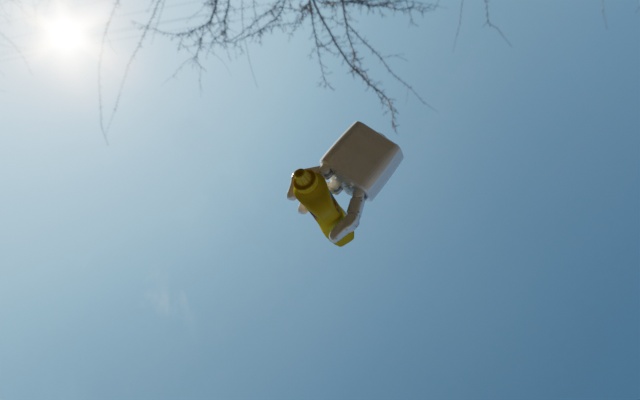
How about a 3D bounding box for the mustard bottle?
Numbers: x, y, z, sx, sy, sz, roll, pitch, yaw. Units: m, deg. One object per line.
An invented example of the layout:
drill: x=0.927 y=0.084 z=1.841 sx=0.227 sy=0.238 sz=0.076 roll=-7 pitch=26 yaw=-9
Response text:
mustard bottle: x=0.000 y=0.003 z=0.835 sx=0.058 sy=0.096 sz=0.192 roll=-31 pitch=-37 yaw=3
